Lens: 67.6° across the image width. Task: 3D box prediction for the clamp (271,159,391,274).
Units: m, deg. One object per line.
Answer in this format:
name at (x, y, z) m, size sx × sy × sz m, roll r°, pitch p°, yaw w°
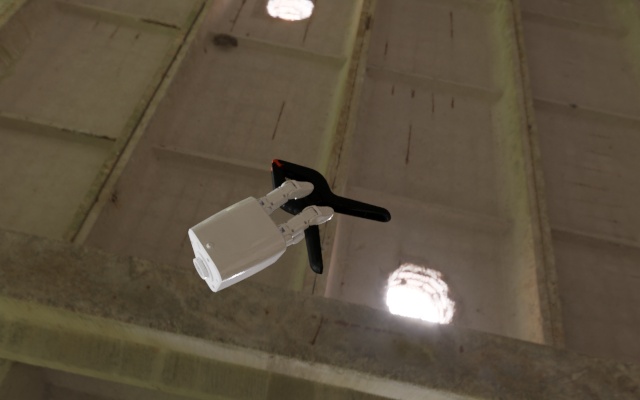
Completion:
clamp at (-0.001, 0.003, 0.772) m, size 0.164 × 0.210 × 0.036 m, roll -27°, pitch -28°, yaw -27°
